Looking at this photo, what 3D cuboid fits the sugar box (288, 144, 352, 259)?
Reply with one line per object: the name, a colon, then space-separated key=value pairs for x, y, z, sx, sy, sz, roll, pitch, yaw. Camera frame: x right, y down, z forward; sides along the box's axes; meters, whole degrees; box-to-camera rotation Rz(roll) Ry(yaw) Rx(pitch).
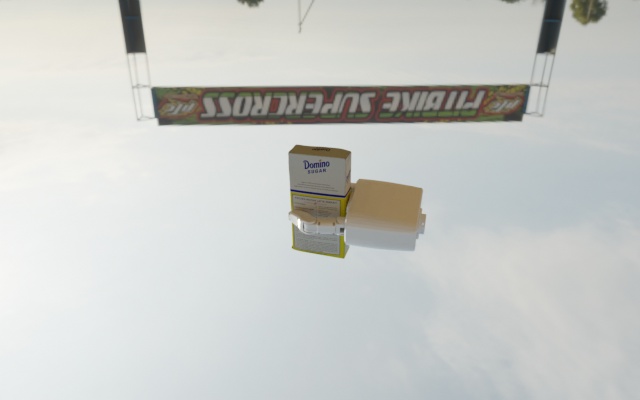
sugar box: x=0.000 y=0.002 z=0.759 sx=0.093 sy=0.176 sz=0.048 roll=8 pitch=26 yaw=15
